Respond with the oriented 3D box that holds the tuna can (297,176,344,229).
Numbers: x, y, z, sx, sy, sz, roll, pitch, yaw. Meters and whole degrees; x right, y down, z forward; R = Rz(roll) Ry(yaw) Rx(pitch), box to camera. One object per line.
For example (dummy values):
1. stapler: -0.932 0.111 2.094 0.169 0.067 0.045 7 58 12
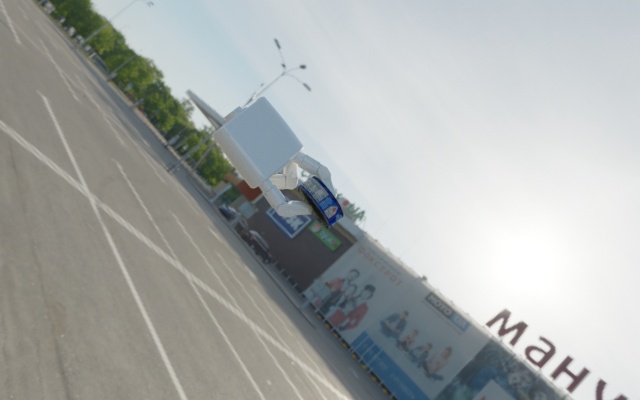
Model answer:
1. tuna can: 0.001 0.002 0.781 0.034 0.086 0.086 -36 7 -9
